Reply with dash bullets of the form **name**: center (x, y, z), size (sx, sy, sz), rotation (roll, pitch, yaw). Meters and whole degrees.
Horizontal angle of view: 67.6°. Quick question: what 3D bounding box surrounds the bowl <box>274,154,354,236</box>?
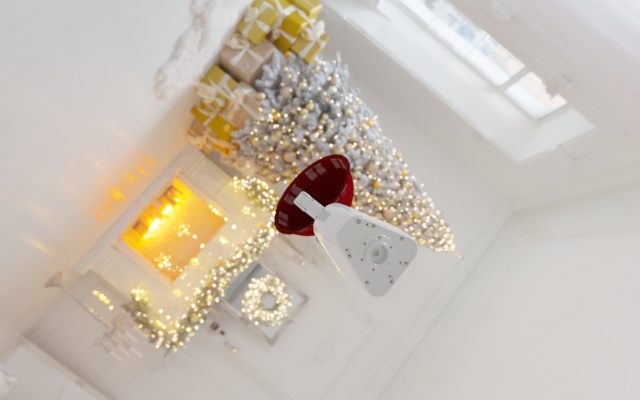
- **bowl**: center (0.000, 0.002, 0.783), size (0.055, 0.162, 0.162), rotation (43, -25, -30)
